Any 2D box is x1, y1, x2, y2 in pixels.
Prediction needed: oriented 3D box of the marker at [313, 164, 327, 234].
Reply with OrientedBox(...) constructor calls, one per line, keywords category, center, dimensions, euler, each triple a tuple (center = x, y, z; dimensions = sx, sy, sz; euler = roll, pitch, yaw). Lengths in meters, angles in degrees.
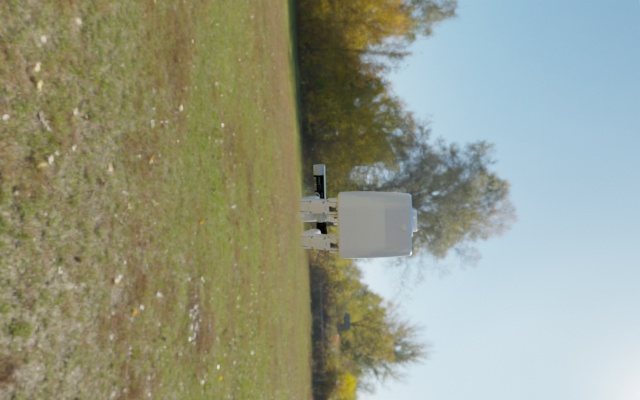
OrientedBox(category="marker", center=(0.000, 0.003, 0.774), dimensions=(0.020, 0.121, 0.020), euler=(-2, 10, 0))
